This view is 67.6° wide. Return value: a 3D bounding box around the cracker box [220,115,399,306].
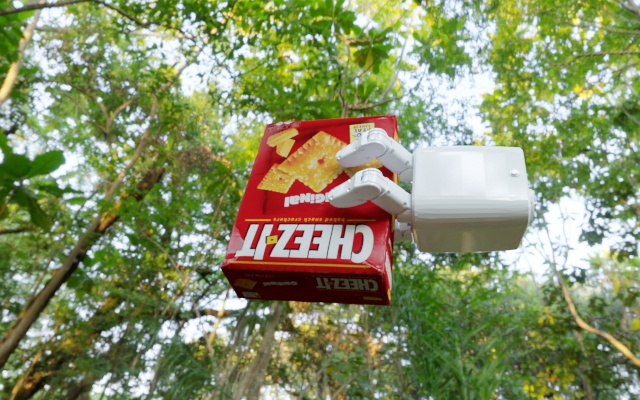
[{"bbox_3d":[0.000,0.002,0.528,0.164,0.213,0.072,-1,-39,15],"label":"cracker box"}]
